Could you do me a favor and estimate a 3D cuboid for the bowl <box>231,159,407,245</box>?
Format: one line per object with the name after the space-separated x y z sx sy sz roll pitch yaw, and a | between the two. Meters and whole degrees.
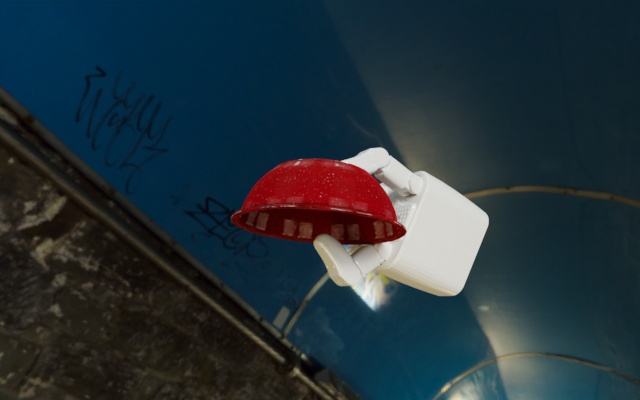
-0.001 0.001 0.448 0.162 0.055 0.162 4 -14 1 | bowl
